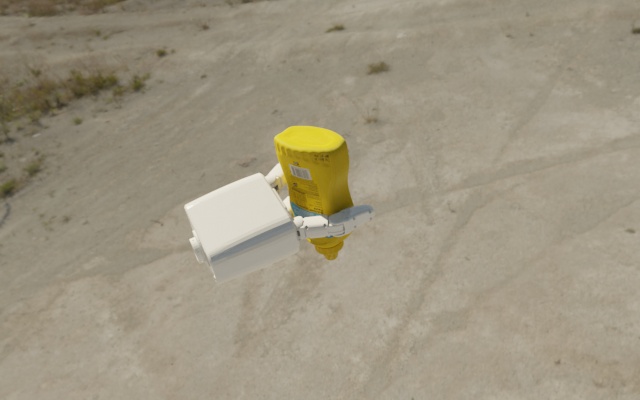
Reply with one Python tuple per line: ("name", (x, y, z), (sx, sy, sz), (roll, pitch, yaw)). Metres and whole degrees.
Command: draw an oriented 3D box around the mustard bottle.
("mustard bottle", (0.000, 0.002, 0.620), (0.096, 0.192, 0.058), (17, 43, 35))
